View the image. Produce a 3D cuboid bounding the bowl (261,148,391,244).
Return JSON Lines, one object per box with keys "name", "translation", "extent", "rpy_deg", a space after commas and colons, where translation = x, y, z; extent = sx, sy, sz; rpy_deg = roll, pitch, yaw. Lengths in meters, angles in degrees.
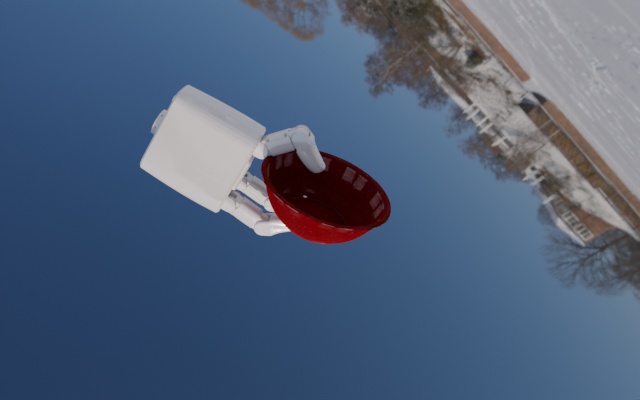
{"name": "bowl", "translation": [0.001, 0.003, 0.572], "extent": [0.162, 0.055, 0.162], "rpy_deg": [16, 31, -10]}
